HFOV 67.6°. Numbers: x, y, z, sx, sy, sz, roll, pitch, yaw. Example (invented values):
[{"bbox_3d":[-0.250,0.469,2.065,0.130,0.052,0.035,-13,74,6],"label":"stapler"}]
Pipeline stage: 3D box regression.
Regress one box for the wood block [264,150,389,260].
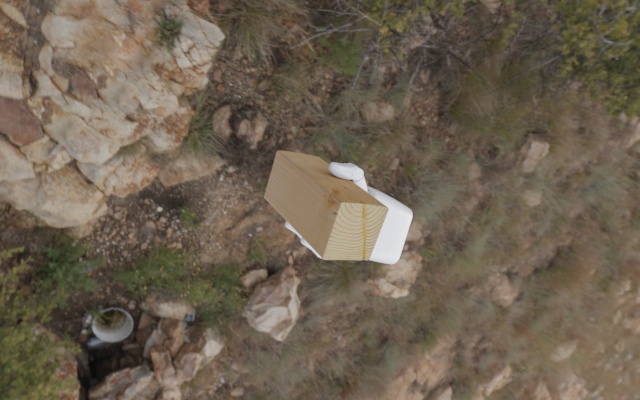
[{"bbox_3d":[0.001,0.002,0.751,0.090,0.091,0.206,6,21,-35],"label":"wood block"}]
